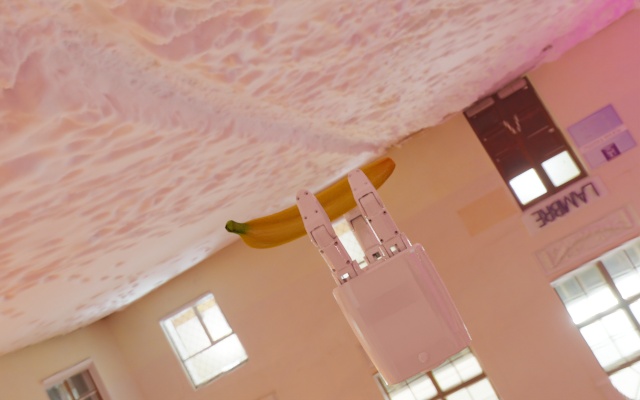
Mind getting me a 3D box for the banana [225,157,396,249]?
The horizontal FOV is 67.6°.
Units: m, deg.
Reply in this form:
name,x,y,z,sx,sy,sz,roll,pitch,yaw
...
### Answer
name,x,y,z,sx,sy,sz,roll,pitch,yaw
banana,-0.006,0.009,0.524,0.198,0.037,0.070,-24,-15,-17
